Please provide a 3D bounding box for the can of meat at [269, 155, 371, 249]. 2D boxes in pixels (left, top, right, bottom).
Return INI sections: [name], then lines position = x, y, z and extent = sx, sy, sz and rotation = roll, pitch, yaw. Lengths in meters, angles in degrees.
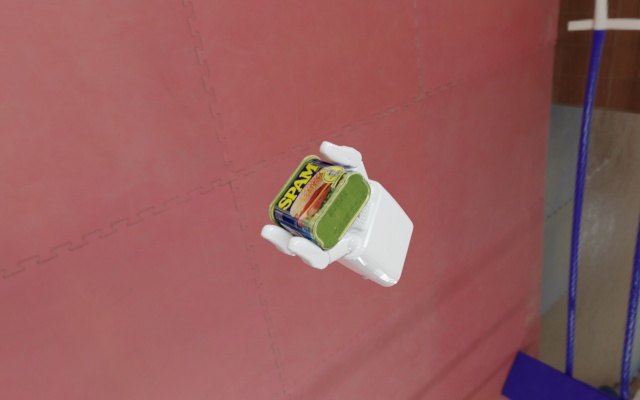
[can of meat]
position = 0.000, 0.002, 0.580
extent = 0.084, 0.102, 0.057
rotation = 22, -19, 46
